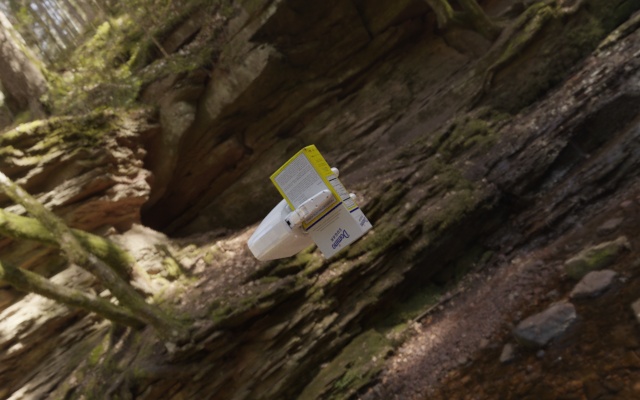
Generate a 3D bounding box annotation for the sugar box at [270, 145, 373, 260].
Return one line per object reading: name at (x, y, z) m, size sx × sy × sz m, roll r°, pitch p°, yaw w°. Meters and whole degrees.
sugar box at (0.000, 0.003, 0.818) m, size 0.093 × 0.176 × 0.048 m, roll -38°, pitch -4°, yaw 31°
